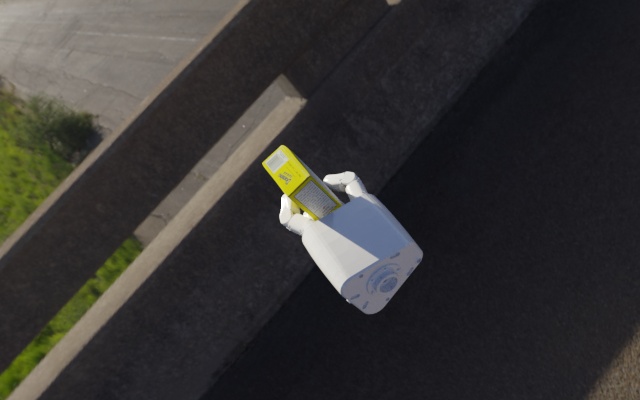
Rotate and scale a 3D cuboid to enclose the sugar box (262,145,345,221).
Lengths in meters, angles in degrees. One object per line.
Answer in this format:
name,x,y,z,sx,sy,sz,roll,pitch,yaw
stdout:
sugar box,0.000,0.003,0.678,0.176,0.048,0.093,46,3,-43
